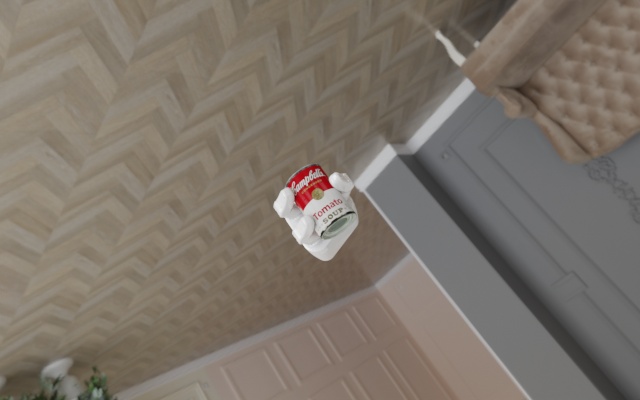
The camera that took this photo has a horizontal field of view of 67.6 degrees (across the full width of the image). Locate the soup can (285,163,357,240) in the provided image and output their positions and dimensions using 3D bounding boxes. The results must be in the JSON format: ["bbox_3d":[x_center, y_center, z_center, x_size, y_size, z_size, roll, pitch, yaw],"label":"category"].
[{"bbox_3d":[0.000,0.002,0.740,0.068,0.102,0.068,-31,-21,-14],"label":"soup can"}]
